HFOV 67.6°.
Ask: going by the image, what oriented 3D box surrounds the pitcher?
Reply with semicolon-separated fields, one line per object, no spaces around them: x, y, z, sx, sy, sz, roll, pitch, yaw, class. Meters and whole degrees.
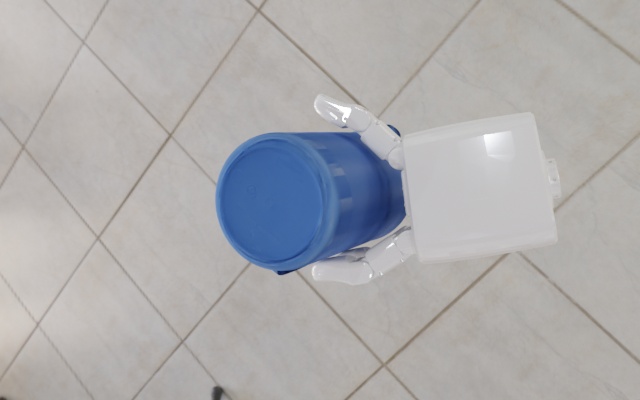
0.000;0.001;0.474;0.145;0.149;0.243;-8;2;22;pitcher
